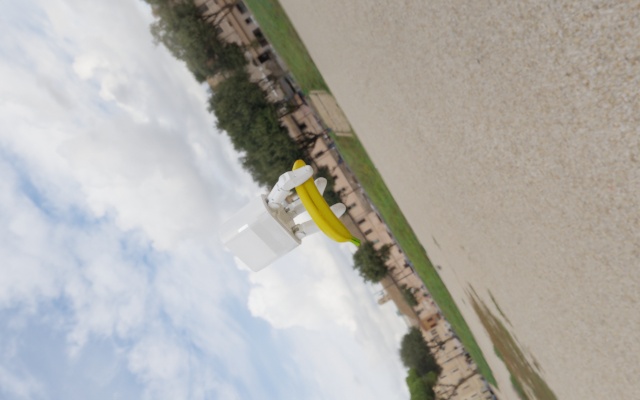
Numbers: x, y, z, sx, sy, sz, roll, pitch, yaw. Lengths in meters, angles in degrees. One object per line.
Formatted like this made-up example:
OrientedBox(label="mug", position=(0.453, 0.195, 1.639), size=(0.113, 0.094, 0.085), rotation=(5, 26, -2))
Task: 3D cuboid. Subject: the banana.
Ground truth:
OrientedBox(label="banana", position=(-0.006, 0.003, 0.830), size=(0.037, 0.197, 0.069), rotation=(-39, -21, 15))
